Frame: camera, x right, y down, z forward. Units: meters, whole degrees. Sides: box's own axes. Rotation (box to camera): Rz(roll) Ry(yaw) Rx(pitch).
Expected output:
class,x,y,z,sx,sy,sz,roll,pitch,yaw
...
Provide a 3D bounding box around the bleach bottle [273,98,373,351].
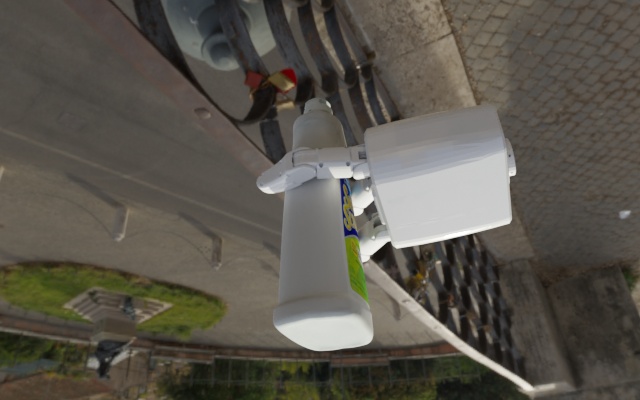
class,x,y,z,sx,sy,sz,roll,pitch,yaw
bleach bottle,0.000,0.002,0.444,0.068,0.250,0.103,-12,-32,14
